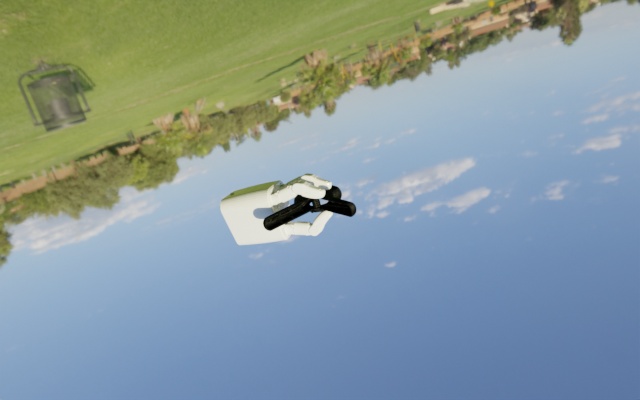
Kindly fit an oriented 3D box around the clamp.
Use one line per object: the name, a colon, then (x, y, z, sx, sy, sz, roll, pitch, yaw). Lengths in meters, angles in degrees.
clamp: (0.000, 0.004, 0.898, 0.164, 0.036, 0.210, -7, 15, 17)
